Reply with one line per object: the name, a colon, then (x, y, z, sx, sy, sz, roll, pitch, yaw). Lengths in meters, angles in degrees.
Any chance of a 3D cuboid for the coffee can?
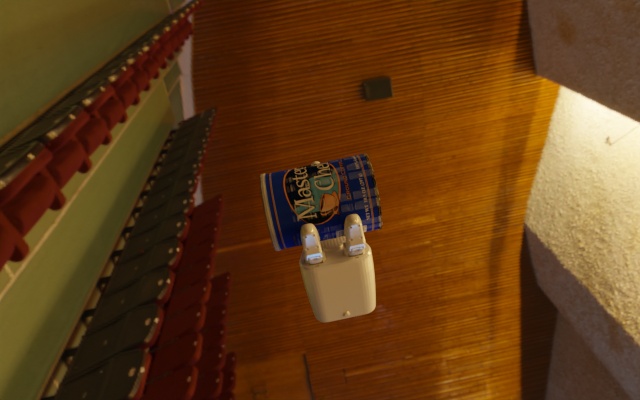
coffee can: (0.000, 0.002, 0.625, 0.140, 0.103, 0.103, -12, 0, -1)
